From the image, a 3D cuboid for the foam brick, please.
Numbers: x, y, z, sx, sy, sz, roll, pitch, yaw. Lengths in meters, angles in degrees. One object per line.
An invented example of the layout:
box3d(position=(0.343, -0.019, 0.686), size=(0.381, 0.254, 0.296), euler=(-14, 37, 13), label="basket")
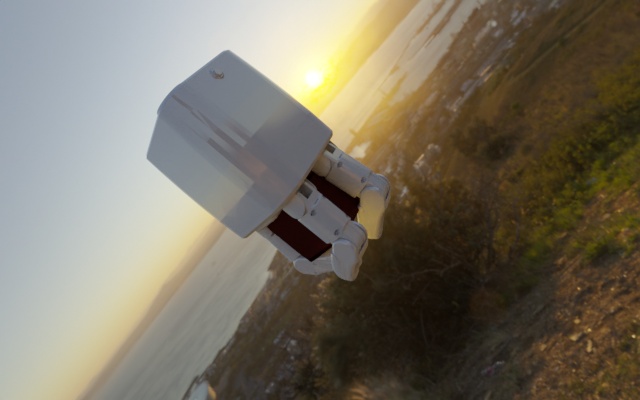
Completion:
box3d(position=(0.000, 0.001, 0.406), size=(0.053, 0.051, 0.078), euler=(-42, 13, 41), label="foam brick")
